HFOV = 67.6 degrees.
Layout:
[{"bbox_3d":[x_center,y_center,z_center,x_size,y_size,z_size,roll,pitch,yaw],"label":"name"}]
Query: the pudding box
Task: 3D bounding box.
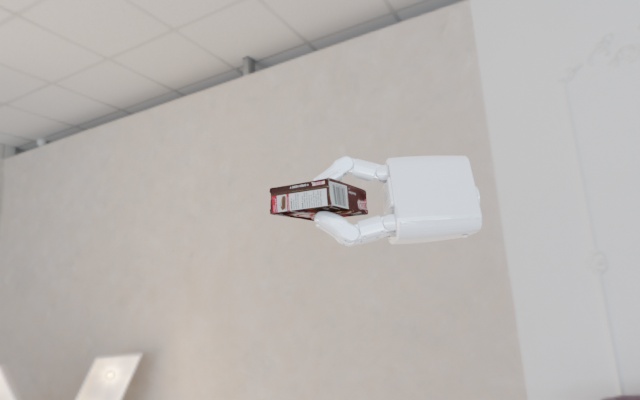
[{"bbox_3d":[0.000,0.002,0.631,0.090,0.039,0.113,-9,-13,28],"label":"pudding box"}]
